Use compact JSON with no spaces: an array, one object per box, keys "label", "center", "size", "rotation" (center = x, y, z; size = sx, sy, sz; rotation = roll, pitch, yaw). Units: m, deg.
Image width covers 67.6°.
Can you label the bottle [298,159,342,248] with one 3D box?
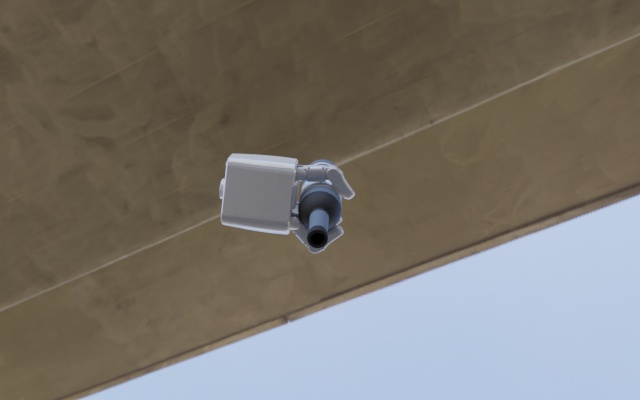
[{"label":"bottle","center":[0.000,0.002,0.757],"size":[0.069,0.069,0.295],"rotation":[0,19,2]}]
